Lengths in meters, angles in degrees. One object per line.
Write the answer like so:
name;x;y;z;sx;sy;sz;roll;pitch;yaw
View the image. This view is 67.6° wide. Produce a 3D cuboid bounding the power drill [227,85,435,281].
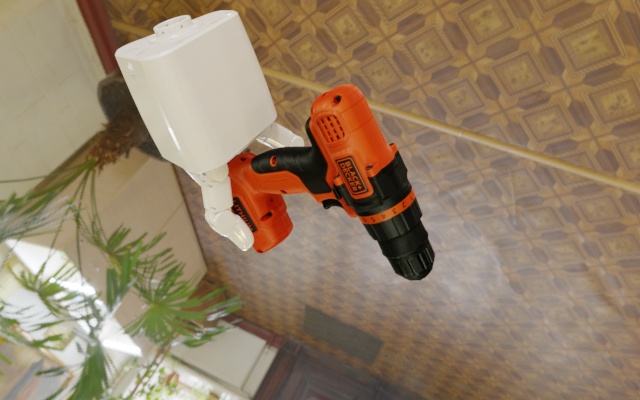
power drill;0.000;0.001;0.449;0.187;0.184;0.057;-14;21;40
